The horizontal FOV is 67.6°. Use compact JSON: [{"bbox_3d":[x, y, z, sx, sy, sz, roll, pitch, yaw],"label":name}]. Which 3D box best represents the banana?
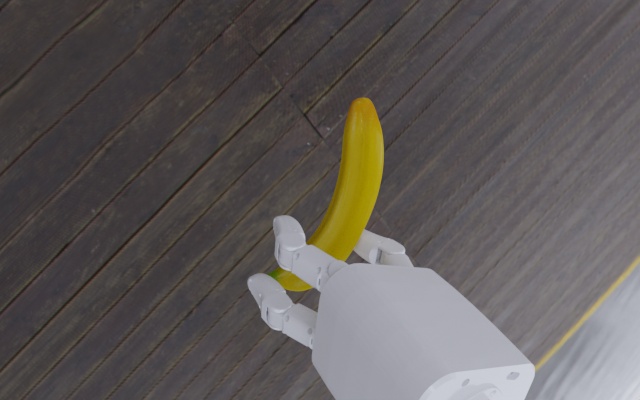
[{"bbox_3d":[0.013,0.010,0.422,0.070,0.198,0.037,20,16,-35],"label":"banana"}]
